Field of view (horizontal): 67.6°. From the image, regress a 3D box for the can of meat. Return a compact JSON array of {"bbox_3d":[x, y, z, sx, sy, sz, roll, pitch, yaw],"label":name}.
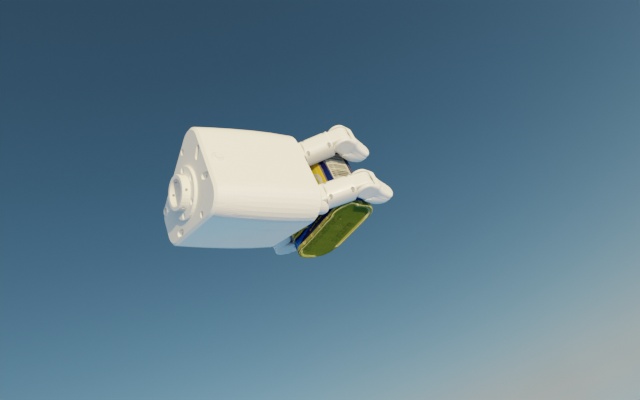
[{"bbox_3d":[0.000,0.002,0.521,0.057,0.084,0.102,5,-42,-40],"label":"can of meat"}]
